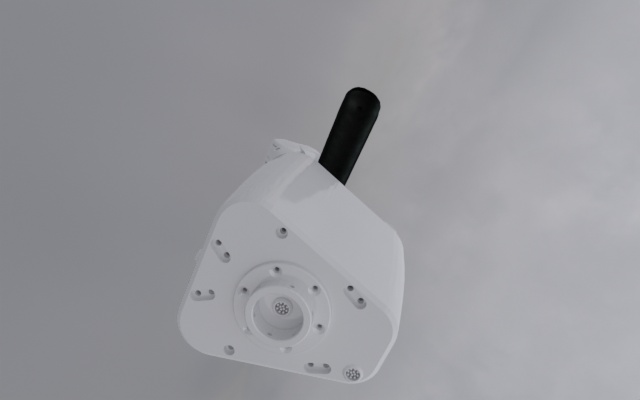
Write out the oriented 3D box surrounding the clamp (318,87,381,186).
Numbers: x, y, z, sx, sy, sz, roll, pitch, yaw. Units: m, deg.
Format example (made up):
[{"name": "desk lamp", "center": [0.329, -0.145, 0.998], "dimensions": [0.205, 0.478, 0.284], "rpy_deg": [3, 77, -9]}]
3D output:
[{"name": "clamp", "center": [0.001, 0.002, 0.407], "dimensions": [0.036, 0.210, 0.164], "rpy_deg": [26, 17, 3]}]
